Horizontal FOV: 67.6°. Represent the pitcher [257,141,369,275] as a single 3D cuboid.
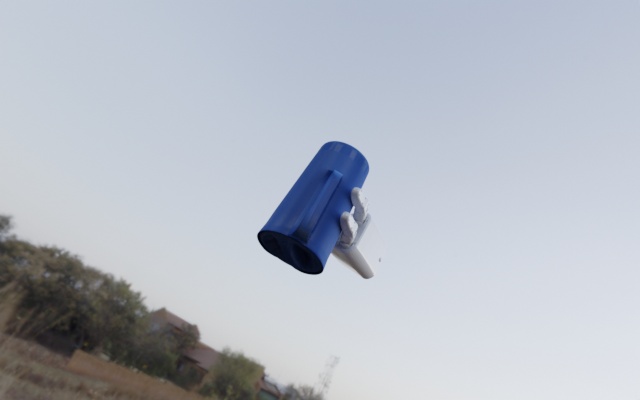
[{"bbox_3d":[0.000,0.003,0.884,0.149,0.242,0.145,5,-37,39],"label":"pitcher"}]
